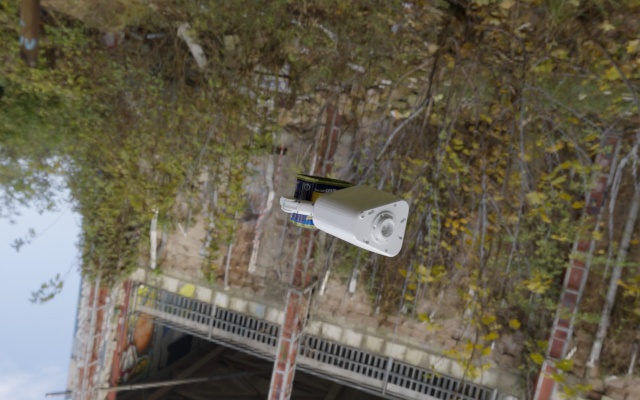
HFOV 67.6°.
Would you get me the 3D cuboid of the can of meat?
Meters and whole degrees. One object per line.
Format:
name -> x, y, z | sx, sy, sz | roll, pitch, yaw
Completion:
can of meat -> 0.000, 0.003, 0.828 | 0.102, 0.084, 0.057 | 6, 8, -37
